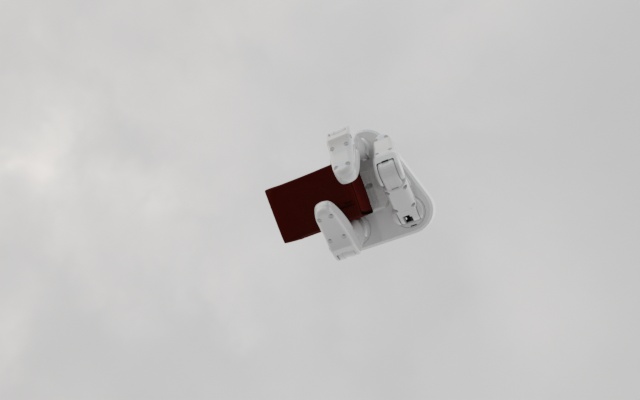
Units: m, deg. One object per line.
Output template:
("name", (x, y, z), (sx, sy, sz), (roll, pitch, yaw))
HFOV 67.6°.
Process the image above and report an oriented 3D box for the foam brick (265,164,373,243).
("foam brick", (0.000, 0.001, 0.436), (0.078, 0.053, 0.051), (-20, -4, 15))
